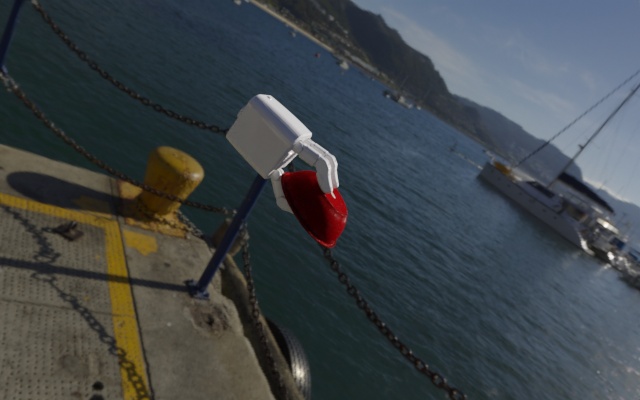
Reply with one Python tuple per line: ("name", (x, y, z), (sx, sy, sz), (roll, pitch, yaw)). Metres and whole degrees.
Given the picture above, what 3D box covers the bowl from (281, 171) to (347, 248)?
("bowl", (0.001, 0.004, 0.856), (0.055, 0.162, 0.162), (-33, -11, 16))
